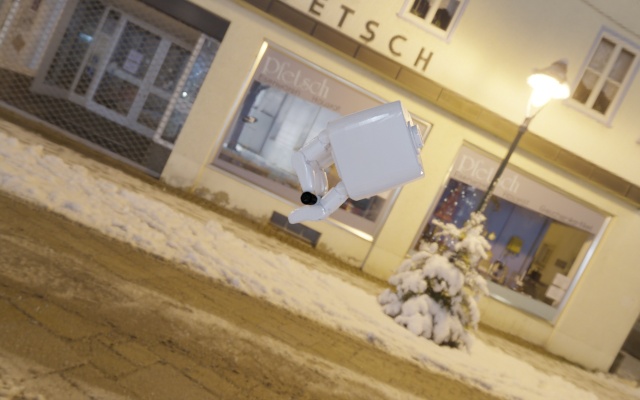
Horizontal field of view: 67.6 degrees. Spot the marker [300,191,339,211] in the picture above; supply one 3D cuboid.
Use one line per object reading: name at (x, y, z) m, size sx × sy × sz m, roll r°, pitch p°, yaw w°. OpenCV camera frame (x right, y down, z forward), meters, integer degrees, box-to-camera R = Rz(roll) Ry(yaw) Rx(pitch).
marker at (0.000, 0.002, 0.705) m, size 0.020 × 0.020 × 0.121 m, roll 0°, pitch -6°, yaw 20°
